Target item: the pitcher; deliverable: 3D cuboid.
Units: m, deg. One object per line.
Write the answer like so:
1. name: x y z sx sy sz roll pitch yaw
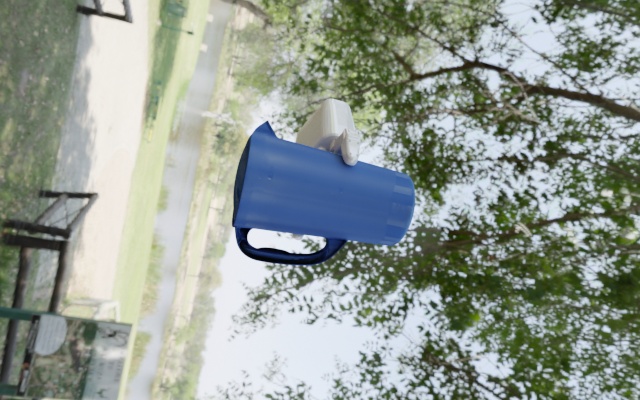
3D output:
1. pitcher: 0.000 0.002 0.667 0.243 0.149 0.145 12 42 -13
